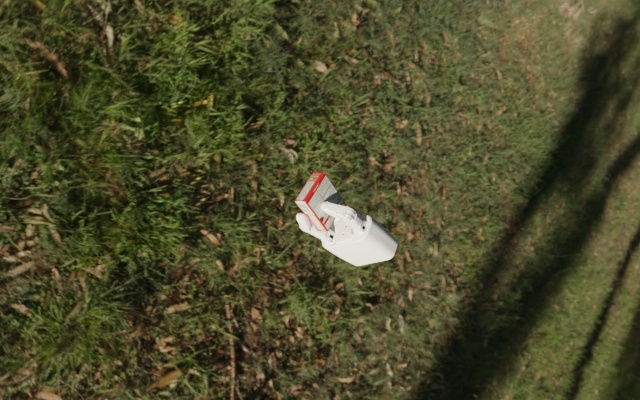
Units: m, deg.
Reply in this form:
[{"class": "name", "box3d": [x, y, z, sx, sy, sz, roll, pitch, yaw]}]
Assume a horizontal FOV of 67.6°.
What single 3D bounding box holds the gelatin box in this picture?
[{"class": "gelatin box", "box3d": [0.000, 0.003, 0.882, 0.030, 0.073, 0.089, 5, -37, 41]}]
